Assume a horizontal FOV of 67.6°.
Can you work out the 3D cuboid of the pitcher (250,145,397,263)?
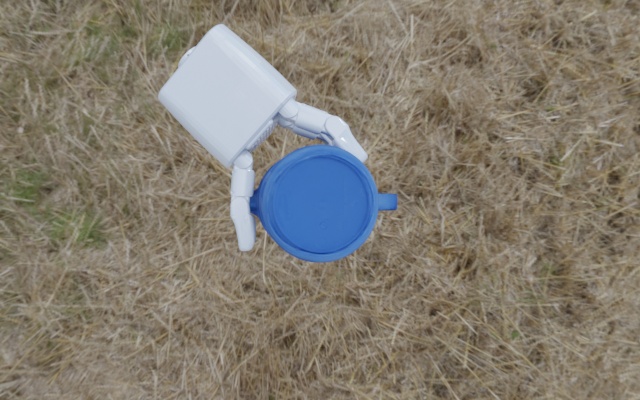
[{"bbox_3d":[0.000,0.002,0.544,0.149,0.145,0.243,-44,4,-4],"label":"pitcher"}]
